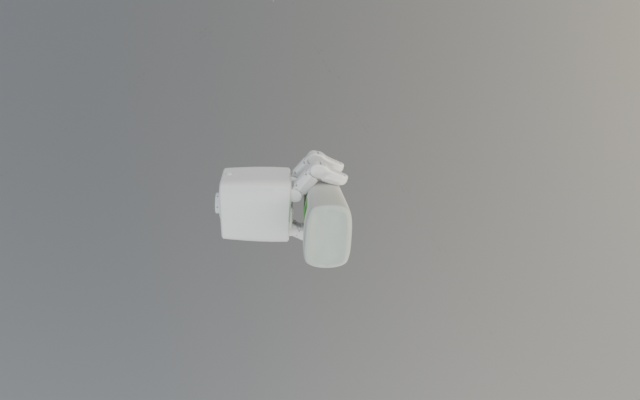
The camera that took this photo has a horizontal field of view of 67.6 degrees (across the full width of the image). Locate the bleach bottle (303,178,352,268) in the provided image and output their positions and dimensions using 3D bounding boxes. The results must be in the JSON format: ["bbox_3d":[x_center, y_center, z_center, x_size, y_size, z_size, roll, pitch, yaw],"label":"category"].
[{"bbox_3d":[0.000,0.002,0.774,0.068,0.103,0.250,2,22,-6],"label":"bleach bottle"}]
